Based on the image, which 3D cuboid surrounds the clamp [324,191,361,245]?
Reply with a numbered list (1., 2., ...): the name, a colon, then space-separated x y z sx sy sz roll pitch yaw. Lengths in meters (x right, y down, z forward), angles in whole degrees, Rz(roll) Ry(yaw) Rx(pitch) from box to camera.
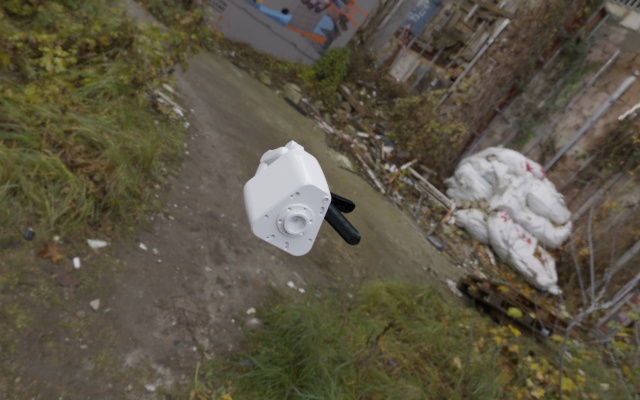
1. clamp: 0.000 0.002 0.759 0.171 0.039 0.120 31 18 -26
